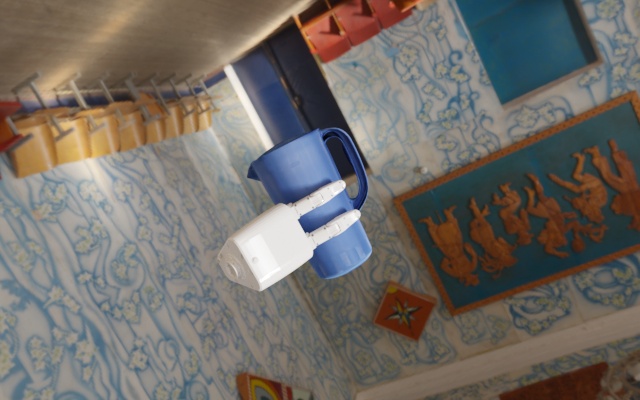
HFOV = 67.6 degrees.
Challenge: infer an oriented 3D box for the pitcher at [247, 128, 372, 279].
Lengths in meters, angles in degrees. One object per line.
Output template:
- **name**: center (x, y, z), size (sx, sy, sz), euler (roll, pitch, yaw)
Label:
- **pitcher**: center (0.000, 0.003, 0.820), size (0.145, 0.243, 0.149), euler (-33, 9, -35)
